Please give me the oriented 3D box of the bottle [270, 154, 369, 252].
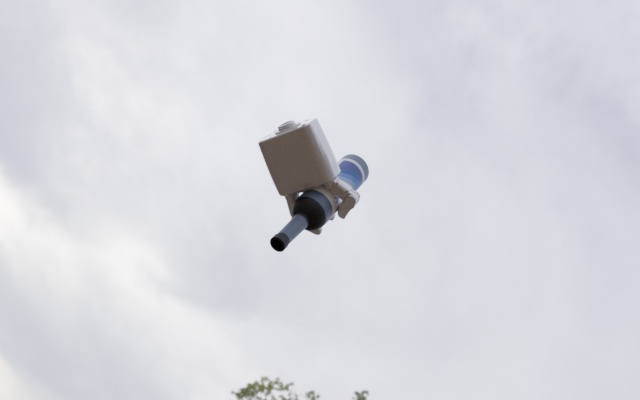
[{"bbox_3d":[0.000,0.003,0.853,0.069,0.069,0.295,0,27,31],"label":"bottle"}]
